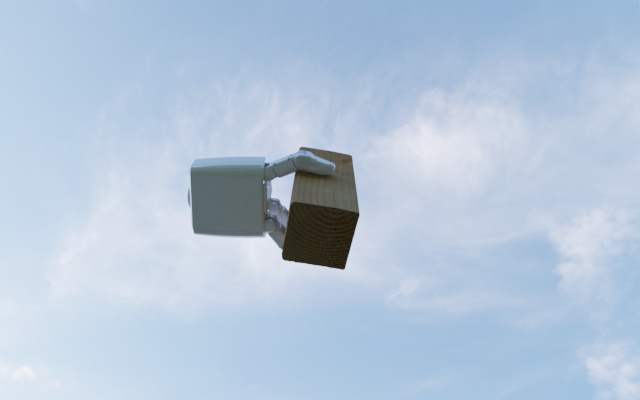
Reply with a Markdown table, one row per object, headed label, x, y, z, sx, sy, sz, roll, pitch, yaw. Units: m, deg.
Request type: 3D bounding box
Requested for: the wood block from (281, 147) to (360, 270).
| label | x | y | z | sx | sy | sz | roll | pitch | yaw |
| --- | --- | --- | --- | --- | --- | --- | --- | --- | --- |
| wood block | 0.000 | 0.002 | 0.707 | 0.090 | 0.091 | 0.206 | 10 | 26 | -4 |
